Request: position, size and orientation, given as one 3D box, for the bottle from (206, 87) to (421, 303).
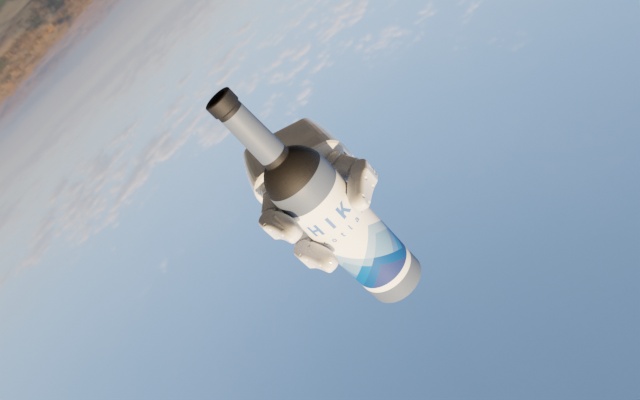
[{"bbox_3d":[0.000,0.002,0.484,0.069,0.069,0.296,0,-37,49],"label":"bottle"}]
